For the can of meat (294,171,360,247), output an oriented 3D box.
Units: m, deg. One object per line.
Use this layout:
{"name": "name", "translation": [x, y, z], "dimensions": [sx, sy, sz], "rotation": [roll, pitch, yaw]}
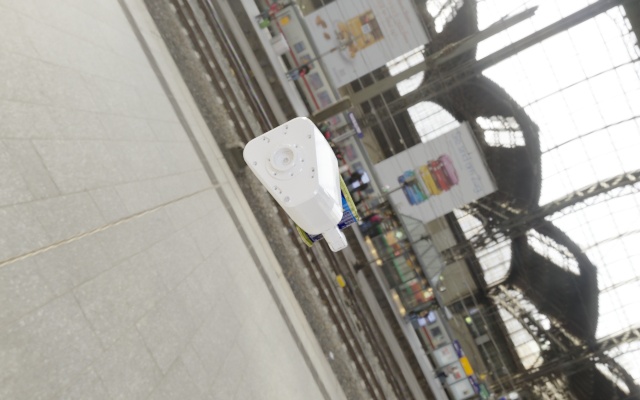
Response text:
{"name": "can of meat", "translation": [0.000, 0.002, 0.690], "dimensions": [0.084, 0.102, 0.057], "rotation": [-26, -28, 6]}
